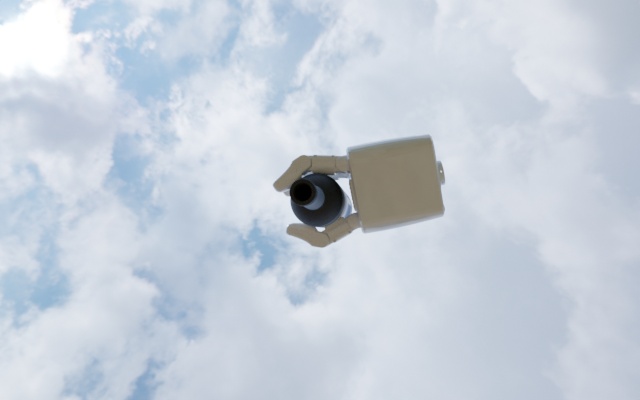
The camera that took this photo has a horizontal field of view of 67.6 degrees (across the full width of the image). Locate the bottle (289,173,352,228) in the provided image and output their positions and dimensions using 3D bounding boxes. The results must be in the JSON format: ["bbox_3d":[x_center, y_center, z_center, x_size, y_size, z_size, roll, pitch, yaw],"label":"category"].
[{"bbox_3d":[0.000,0.002,0.625,0.069,0.069,0.296,0,-4,7],"label":"bottle"}]
